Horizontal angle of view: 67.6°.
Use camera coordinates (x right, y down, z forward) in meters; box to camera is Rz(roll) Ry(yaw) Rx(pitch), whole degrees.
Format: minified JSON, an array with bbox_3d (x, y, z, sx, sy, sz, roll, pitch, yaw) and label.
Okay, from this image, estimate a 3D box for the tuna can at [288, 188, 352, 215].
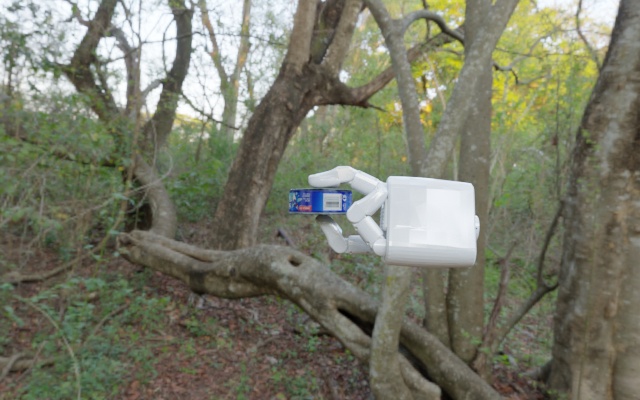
[{"bbox_3d":[0.000,0.002,0.641,0.086,0.034,0.086,1,-1,0],"label":"tuna can"}]
